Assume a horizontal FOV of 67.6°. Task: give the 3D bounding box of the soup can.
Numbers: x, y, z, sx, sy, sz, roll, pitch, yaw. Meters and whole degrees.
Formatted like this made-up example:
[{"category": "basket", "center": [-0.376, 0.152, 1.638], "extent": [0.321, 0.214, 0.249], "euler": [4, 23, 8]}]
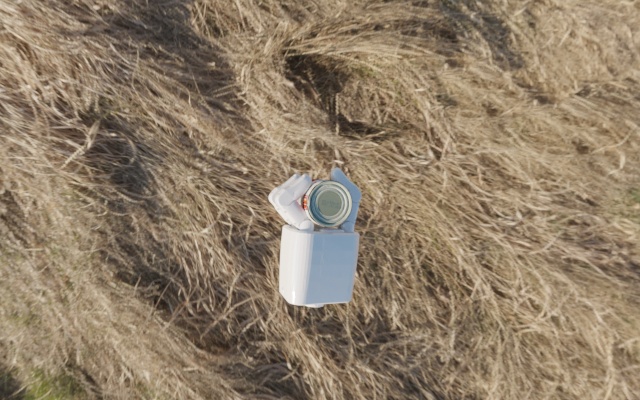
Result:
[{"category": "soup can", "center": [0.000, 0.002, 0.710], "extent": [0.068, 0.068, 0.102], "euler": [0, 3, -16]}]
